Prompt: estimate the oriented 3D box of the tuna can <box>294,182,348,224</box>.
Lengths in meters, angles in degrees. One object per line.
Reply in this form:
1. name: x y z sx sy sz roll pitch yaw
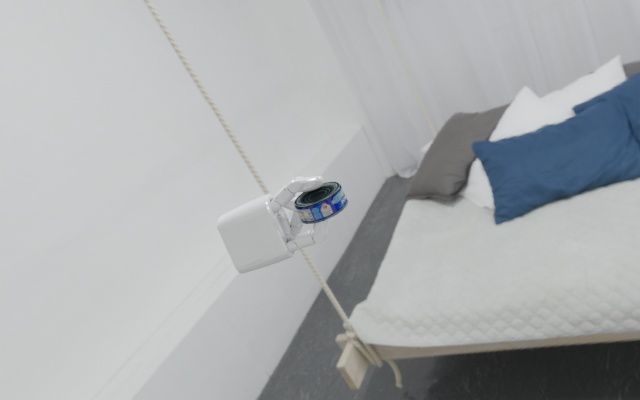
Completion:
1. tuna can: 0.000 0.002 0.794 0.086 0.034 0.086 -21 20 8
